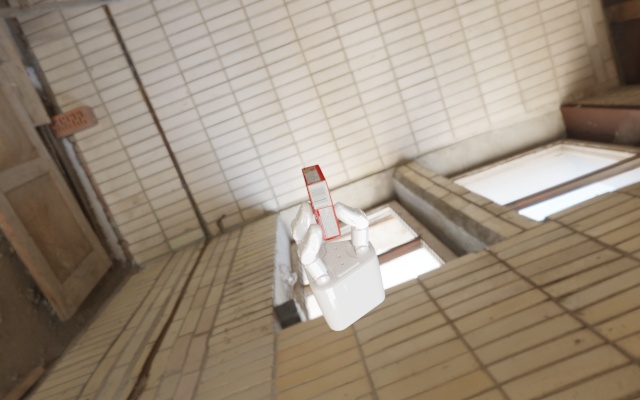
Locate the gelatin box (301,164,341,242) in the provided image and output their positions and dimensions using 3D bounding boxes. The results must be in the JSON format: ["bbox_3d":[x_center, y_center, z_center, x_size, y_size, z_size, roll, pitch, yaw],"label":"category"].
[{"bbox_3d":[0.000,0.002,0.674,0.030,0.089,0.073,-16,23,-2],"label":"gelatin box"}]
